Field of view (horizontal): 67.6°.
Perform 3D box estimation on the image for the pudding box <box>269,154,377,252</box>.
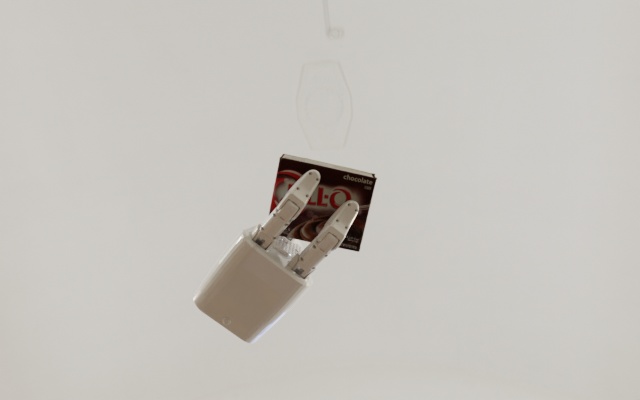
[{"bbox_3d":[0.000,0.002,0.551,0.113,0.090,0.039,11,16,-3],"label":"pudding box"}]
